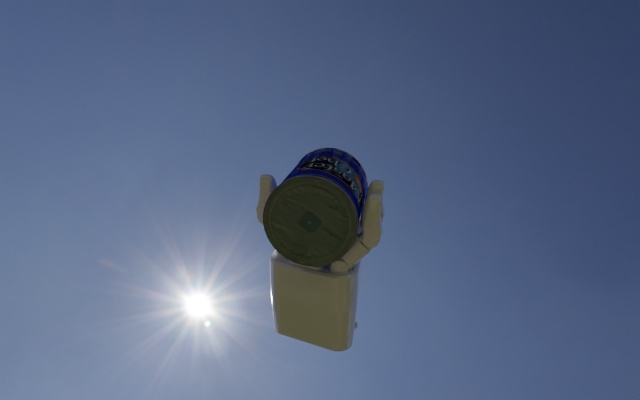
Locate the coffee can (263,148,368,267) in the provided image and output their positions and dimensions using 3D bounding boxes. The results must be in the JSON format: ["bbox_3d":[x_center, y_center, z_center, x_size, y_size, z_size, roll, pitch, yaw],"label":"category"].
[{"bbox_3d":[0.000,0.002,0.569,0.103,0.103,0.140,0,19,10],"label":"coffee can"}]
